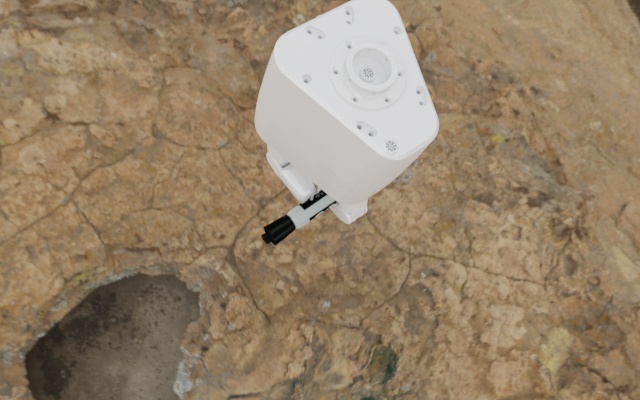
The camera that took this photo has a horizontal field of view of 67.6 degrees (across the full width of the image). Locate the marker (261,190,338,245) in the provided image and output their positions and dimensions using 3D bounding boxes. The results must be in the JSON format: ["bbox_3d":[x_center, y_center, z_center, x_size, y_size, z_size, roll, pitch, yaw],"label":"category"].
[{"bbox_3d":[0.000,0.001,0.421,0.121,0.020,0.020,-34,11,-18],"label":"marker"}]
